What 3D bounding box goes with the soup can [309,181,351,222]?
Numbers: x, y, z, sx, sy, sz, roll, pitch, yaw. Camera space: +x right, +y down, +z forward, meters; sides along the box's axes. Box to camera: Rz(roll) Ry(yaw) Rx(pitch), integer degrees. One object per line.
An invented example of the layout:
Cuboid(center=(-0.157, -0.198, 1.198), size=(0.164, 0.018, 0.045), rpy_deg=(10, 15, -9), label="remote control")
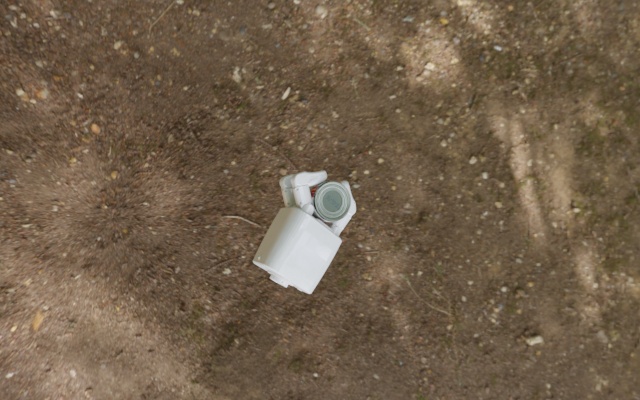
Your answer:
Cuboid(center=(0.001, 0.002, 0.814), size=(0.068, 0.068, 0.102), rpy_deg=(0, -2, -23), label="soup can")
